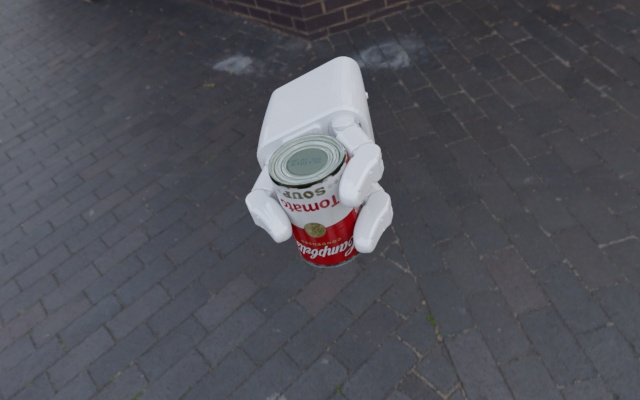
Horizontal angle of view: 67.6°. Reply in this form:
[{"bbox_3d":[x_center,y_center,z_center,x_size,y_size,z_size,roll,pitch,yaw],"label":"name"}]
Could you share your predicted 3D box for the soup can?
[{"bbox_3d":[0.000,0.002,0.420,0.068,0.102,0.068,-10,42,9],"label":"soup can"}]
